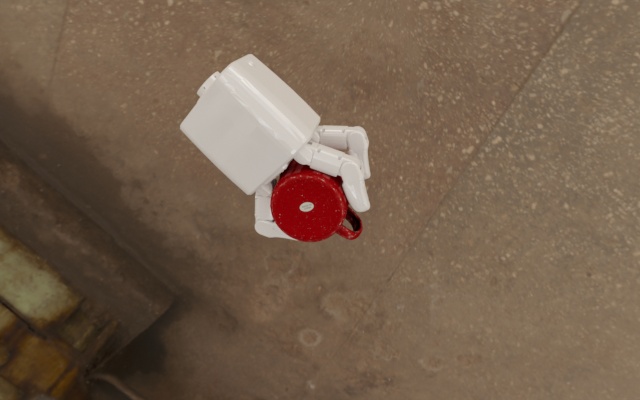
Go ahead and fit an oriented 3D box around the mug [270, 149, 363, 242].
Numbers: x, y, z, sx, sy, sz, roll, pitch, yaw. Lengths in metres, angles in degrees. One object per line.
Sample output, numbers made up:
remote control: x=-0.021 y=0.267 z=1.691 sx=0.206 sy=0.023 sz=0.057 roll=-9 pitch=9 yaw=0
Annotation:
mug: x=0.001 y=0.003 z=0.534 sx=0.093 sy=0.117 sz=0.081 roll=-43 pitch=12 yaw=23
